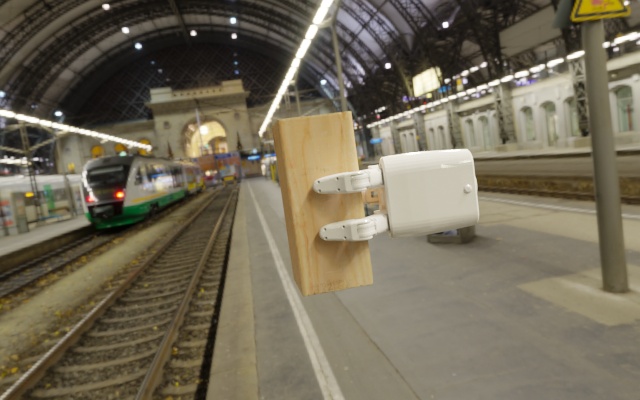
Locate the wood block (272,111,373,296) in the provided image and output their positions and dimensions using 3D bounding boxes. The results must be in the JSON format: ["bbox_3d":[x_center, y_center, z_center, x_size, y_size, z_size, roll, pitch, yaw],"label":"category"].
[{"bbox_3d":[0.000,0.002,0.596,0.090,0.206,0.091,-8,5,-9],"label":"wood block"}]
